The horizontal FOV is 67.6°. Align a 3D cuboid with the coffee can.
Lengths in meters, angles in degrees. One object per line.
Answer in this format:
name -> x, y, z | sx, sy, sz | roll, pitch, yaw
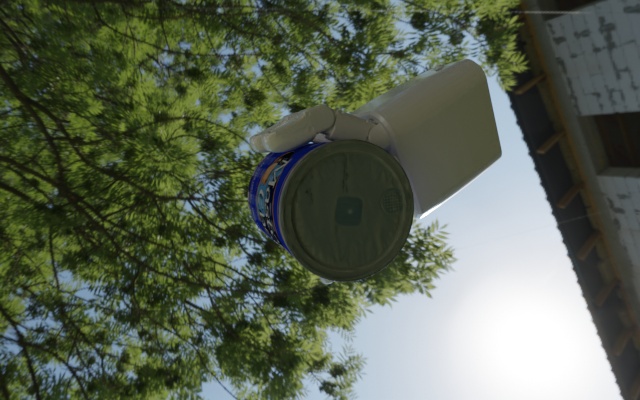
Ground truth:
coffee can -> 0.000, 0.001, 0.404 | 0.103, 0.103, 0.140 | 0, 6, -18
